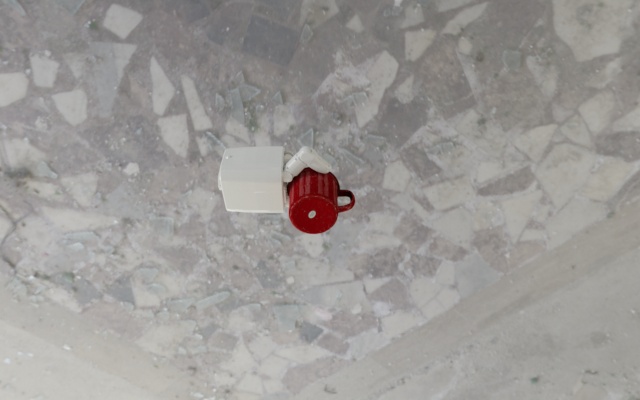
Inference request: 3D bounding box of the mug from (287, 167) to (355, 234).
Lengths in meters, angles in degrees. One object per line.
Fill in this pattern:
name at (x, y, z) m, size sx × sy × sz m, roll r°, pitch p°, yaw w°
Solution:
mug at (0.002, 0.003, 0.804) m, size 0.117 × 0.093 × 0.081 m, roll 0°, pitch 34°, yaw -1°
